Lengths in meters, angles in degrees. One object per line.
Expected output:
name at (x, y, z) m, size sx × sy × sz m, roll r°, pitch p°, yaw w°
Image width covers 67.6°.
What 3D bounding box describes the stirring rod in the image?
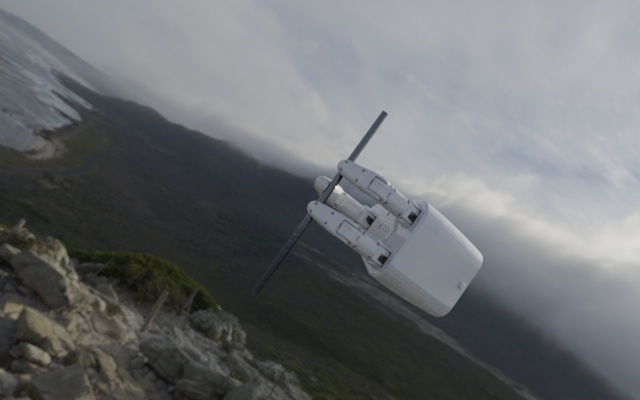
stirring rod at (0.000, 0.002, 0.514) m, size 0.011 × 0.239 × 0.011 m, roll 36°, pitch -3°, yaw 2°
